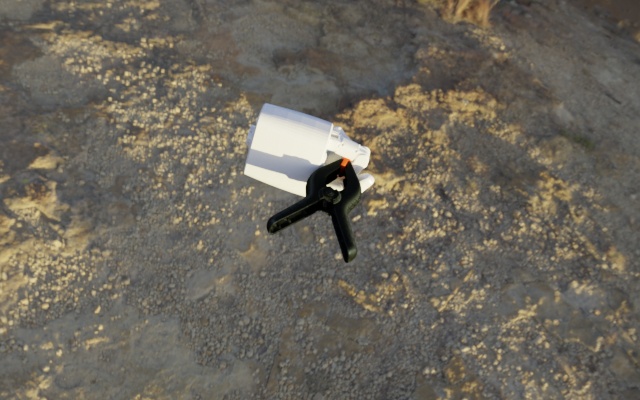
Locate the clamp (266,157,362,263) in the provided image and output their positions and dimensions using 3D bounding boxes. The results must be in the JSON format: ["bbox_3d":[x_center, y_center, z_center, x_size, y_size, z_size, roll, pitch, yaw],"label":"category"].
[{"bbox_3d":[0.000,0.002,0.651,0.120,0.171,0.039,18,-44,-4],"label":"clamp"}]
